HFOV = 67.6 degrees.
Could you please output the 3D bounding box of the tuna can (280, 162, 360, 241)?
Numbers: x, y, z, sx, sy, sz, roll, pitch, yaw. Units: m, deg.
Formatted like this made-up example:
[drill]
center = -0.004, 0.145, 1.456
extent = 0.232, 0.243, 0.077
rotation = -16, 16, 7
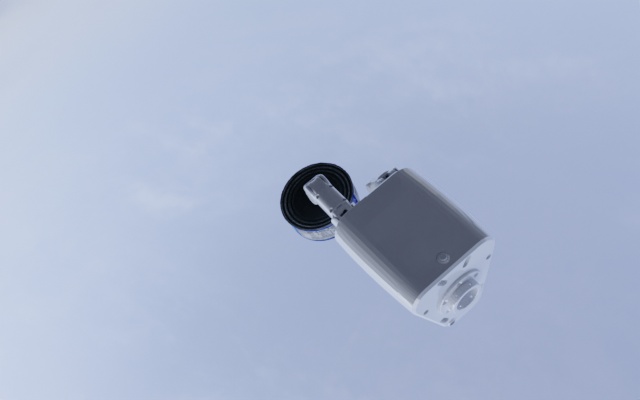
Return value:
[tuna can]
center = 0.000, 0.002, 0.538
extent = 0.086, 0.086, 0.034
rotation = 0, -29, 22
